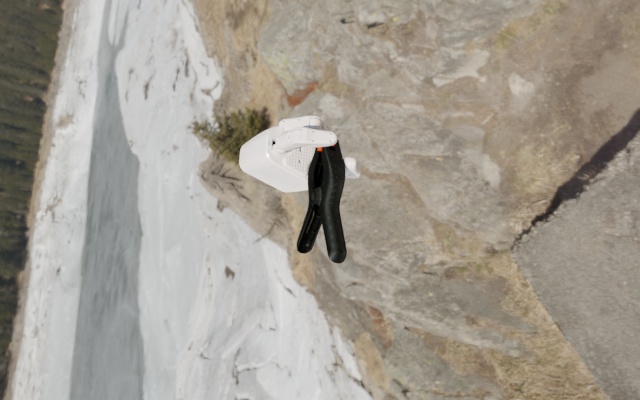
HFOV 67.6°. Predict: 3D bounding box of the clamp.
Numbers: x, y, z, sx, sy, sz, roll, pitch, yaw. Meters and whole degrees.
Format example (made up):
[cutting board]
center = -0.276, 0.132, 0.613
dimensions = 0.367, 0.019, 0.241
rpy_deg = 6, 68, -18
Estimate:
[clamp]
center = 0.000, 0.002, 0.664
dimensions = 0.039, 0.171, 0.120
rpy_deg = 9, -12, -32
